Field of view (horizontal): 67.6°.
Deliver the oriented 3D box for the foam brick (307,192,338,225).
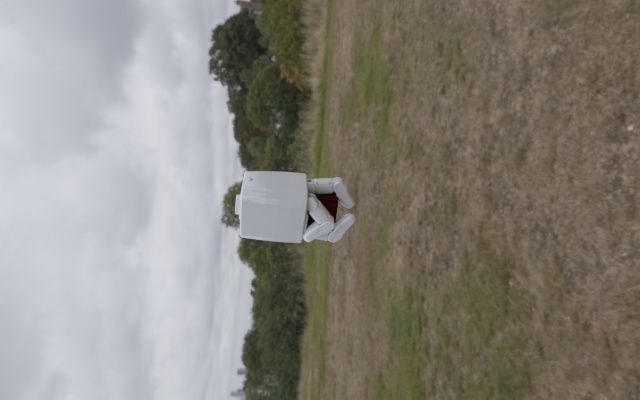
[{"bbox_3d":[0.000,0.003,0.842,0.051,0.053,0.078,4,28,-6],"label":"foam brick"}]
